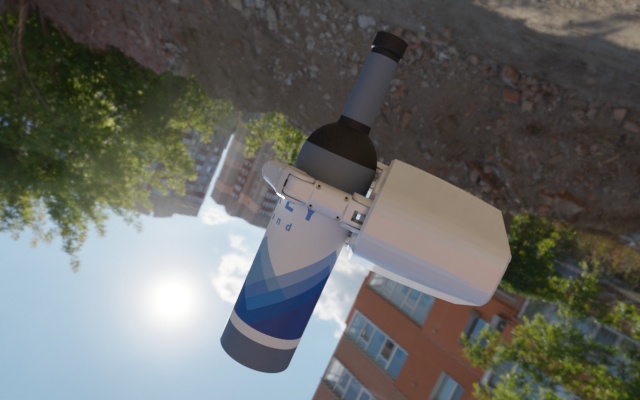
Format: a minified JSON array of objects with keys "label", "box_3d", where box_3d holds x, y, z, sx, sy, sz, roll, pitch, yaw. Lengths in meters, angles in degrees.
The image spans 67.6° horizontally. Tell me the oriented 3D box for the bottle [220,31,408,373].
[{"label":"bottle","box_3d":[0.000,0.002,0.408,0.069,0.296,0.069,23,8,-3]}]
